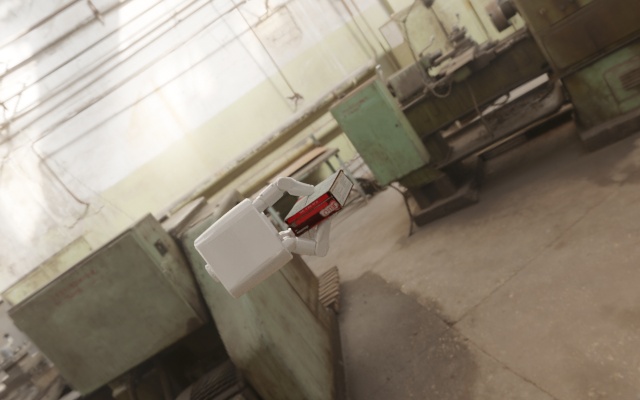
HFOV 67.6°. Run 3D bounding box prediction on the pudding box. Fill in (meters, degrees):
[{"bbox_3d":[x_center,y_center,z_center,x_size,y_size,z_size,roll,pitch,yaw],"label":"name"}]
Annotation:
[{"bbox_3d":[0.000,0.002,0.747,0.090,0.039,0.113,-33,12,22],"label":"pudding box"}]
